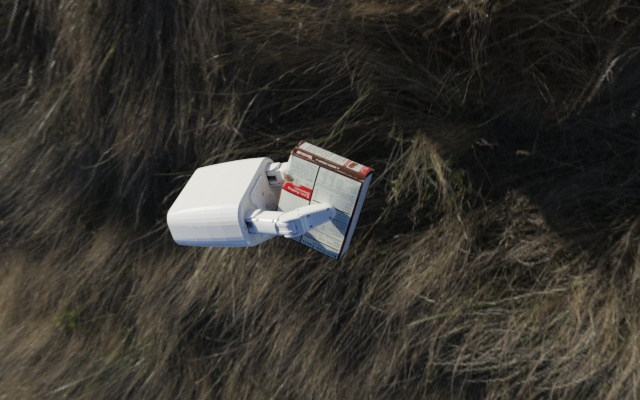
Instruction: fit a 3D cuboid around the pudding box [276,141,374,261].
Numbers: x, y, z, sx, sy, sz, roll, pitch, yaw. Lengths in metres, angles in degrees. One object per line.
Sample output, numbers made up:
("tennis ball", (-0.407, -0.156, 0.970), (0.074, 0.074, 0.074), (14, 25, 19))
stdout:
("pudding box", (0.000, 0.002, 0.540), (0.090, 0.114, 0.039), (23, 33, 11))
